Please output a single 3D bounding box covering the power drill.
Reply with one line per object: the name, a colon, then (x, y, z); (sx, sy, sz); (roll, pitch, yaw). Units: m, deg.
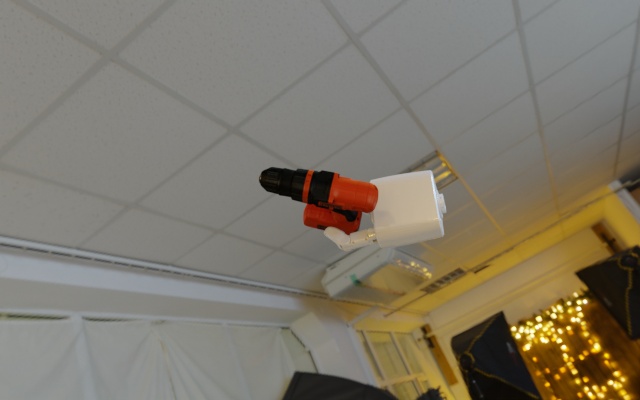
power drill: (0.000, 0.003, 0.791); (0.184, 0.057, 0.188); (13, -14, 7)
